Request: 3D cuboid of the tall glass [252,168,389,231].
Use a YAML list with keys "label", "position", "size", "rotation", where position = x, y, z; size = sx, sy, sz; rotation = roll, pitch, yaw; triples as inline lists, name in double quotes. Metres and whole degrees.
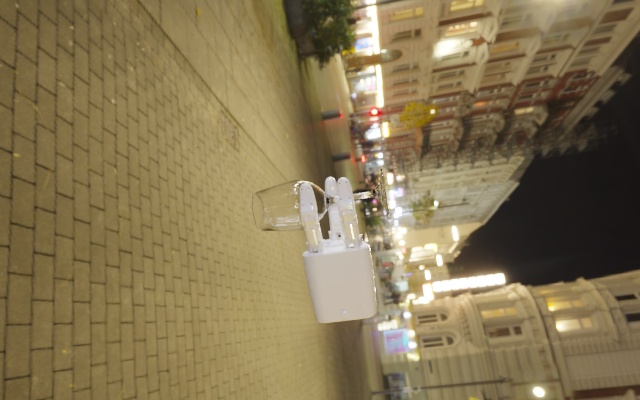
- label: "tall glass"
  position: [0.001, 0.002, 0.728]
  size: [0.201, 0.079, 0.079]
  rotation: [-8, -1, 7]
